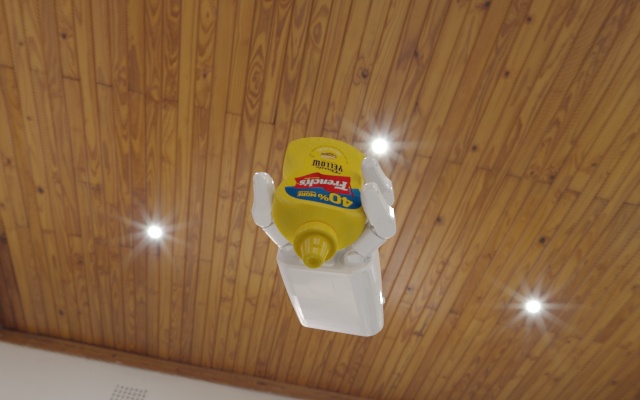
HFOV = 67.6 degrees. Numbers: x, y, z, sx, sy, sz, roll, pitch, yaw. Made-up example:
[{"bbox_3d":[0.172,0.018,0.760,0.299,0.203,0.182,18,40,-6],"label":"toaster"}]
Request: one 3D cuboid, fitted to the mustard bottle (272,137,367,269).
[{"bbox_3d":[0.000,0.001,0.496,0.096,0.058,0.191,13,34,-4],"label":"mustard bottle"}]
